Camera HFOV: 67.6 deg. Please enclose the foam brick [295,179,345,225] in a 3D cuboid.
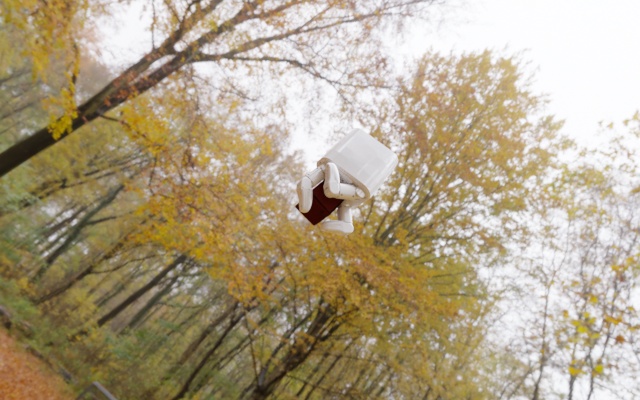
[{"bbox_3d":[0.000,0.003,0.869,0.051,0.053,0.078,-46,5,-30],"label":"foam brick"}]
